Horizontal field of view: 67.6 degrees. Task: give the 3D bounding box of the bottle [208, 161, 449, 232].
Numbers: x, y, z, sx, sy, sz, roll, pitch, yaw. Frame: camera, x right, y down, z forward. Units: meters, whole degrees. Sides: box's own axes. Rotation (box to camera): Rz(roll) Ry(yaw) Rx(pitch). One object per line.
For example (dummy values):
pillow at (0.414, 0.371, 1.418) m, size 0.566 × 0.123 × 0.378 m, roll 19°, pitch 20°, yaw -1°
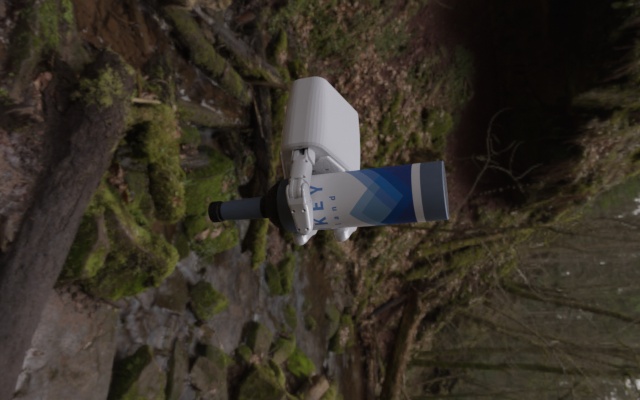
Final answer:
bottle at (0.000, 0.002, 0.576) m, size 0.296 × 0.069 × 0.069 m, roll -5°, pitch -2°, yaw 18°
